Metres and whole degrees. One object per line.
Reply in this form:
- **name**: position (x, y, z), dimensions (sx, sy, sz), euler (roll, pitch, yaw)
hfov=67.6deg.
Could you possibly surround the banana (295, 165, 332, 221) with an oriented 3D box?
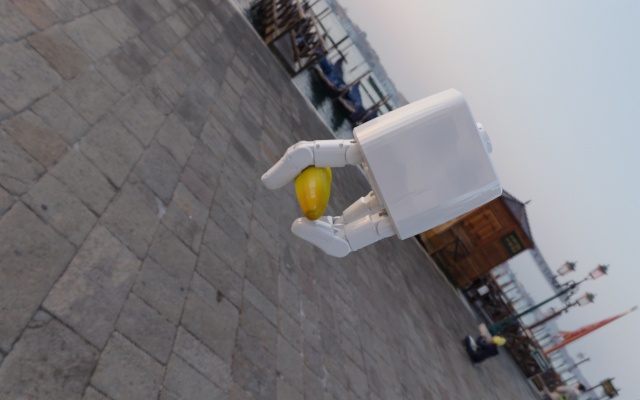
- **banana**: position (-0.004, -0.016, 0.517), dimensions (0.037, 0.069, 0.198), euler (-14, -1, 2)
